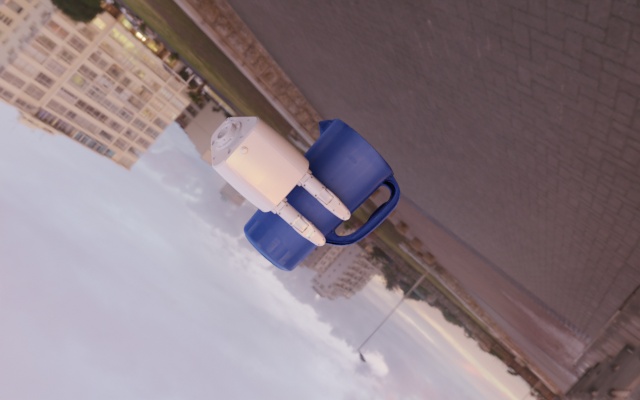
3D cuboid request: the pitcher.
[{"bbox_3d":[0.000,0.002,0.775,0.145,0.243,0.149,43,1,-35],"label":"pitcher"}]
